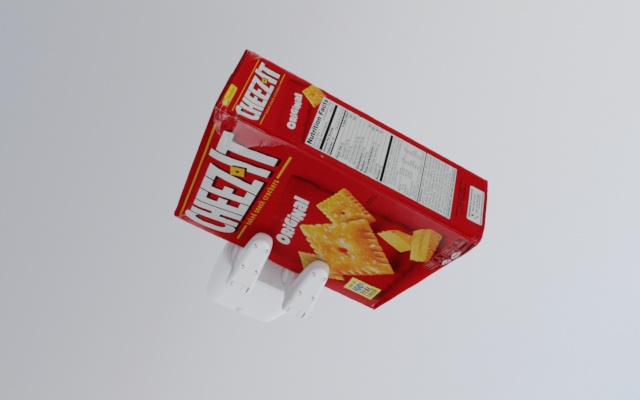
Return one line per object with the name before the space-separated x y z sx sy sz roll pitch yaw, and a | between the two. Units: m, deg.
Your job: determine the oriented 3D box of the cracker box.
cracker box | 0.000 0.001 0.400 0.214 0.072 0.164 26 -37 -11
